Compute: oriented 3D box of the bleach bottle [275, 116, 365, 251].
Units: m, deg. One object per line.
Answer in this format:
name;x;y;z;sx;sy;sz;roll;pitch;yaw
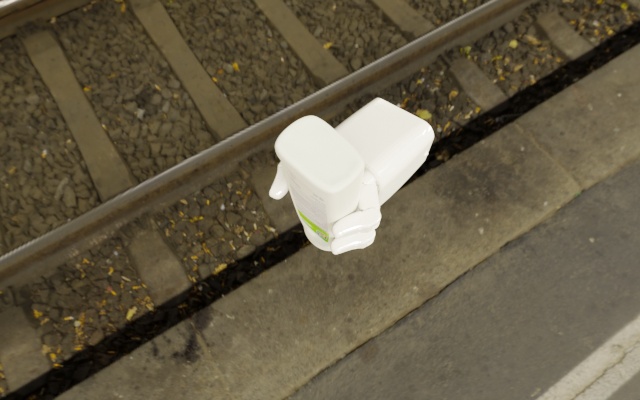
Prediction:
bleach bottle;0.000;0.002;0.625;0.068;0.102;0.251;-41;-19;-17
